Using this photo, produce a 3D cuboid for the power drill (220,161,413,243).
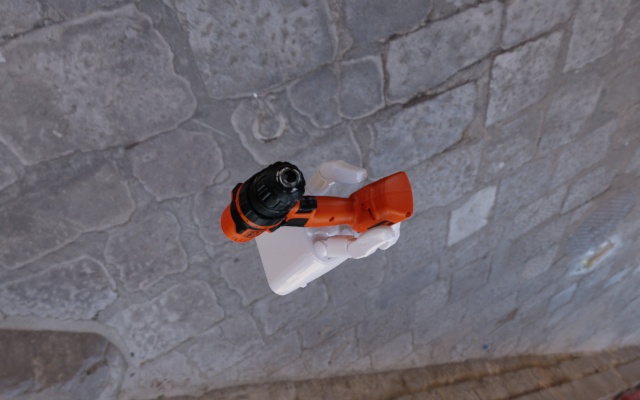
[{"bbox_3d":[0.000,0.002,0.503,0.187,0.057,0.184,0,-13,-25],"label":"power drill"}]
